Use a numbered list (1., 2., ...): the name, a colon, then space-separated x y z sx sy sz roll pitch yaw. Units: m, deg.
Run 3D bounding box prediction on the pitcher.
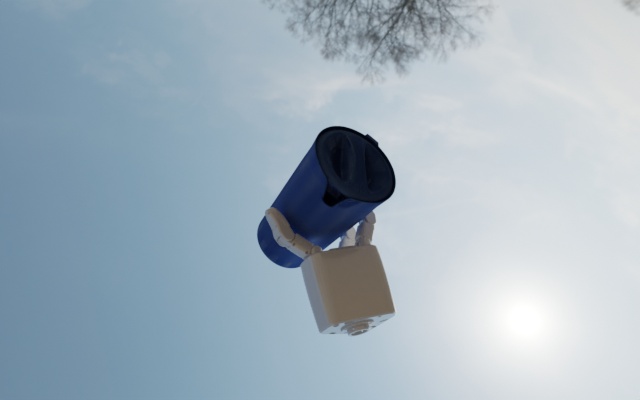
1. pitcher: 0.000 0.003 0.749 0.149 0.145 0.243 2 -32 -34
